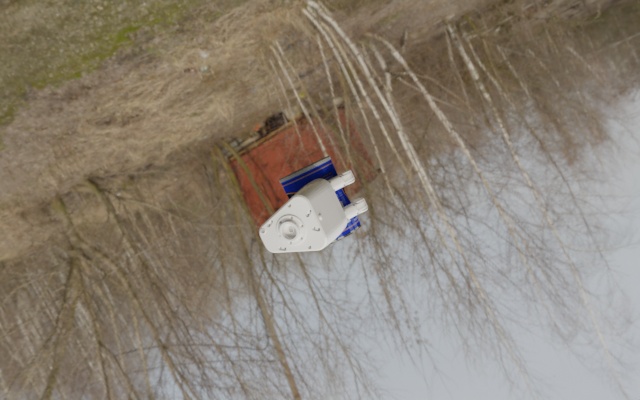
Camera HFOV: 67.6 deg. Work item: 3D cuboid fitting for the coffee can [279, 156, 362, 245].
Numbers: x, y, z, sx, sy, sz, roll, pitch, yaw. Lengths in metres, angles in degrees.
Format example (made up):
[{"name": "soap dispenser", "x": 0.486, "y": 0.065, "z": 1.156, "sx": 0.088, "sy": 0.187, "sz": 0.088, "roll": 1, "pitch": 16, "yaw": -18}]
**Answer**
[{"name": "coffee can", "x": 0.000, "y": 0.003, "z": 0.874, "sx": 0.103, "sy": 0.140, "sz": 0.103, "roll": -25, "pitch": 5, "yaw": 3}]
